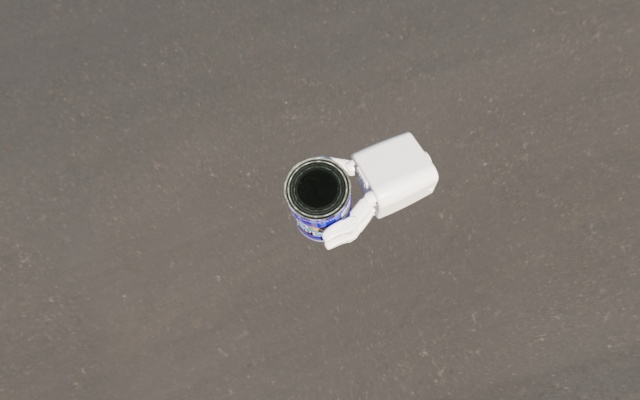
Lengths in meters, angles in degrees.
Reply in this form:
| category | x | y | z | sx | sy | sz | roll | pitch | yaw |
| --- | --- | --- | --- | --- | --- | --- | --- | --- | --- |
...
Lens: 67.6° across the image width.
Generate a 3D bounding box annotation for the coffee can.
| category | x | y | z | sx | sy | sz | roll | pitch | yaw |
| --- | --- | --- | --- | --- | --- | --- | --- | --- | --- |
| coffee can | 0.000 | 0.003 | 0.786 | 0.103 | 0.102 | 0.140 | 0 | -18 | 4 |
